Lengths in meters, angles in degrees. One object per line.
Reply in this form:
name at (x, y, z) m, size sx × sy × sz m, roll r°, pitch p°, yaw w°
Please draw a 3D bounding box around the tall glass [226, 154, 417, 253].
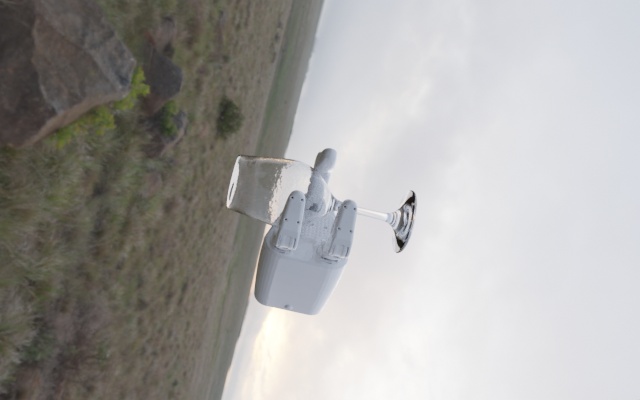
tall glass at (0.001, 0.002, 0.536) m, size 0.201 × 0.079 × 0.079 m, roll 14°, pitch -2°, yaw -6°
